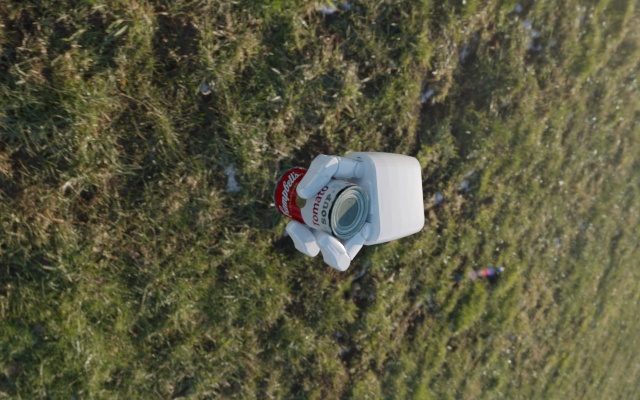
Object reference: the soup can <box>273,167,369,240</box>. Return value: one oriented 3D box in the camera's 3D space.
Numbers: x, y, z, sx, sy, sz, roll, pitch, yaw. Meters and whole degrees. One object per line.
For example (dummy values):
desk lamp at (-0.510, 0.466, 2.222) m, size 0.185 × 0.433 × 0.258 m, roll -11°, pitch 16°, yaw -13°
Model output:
soup can at (0.000, 0.002, 0.586) m, size 0.068 × 0.068 × 0.102 m, roll 0°, pitch 15°, yaw -45°
